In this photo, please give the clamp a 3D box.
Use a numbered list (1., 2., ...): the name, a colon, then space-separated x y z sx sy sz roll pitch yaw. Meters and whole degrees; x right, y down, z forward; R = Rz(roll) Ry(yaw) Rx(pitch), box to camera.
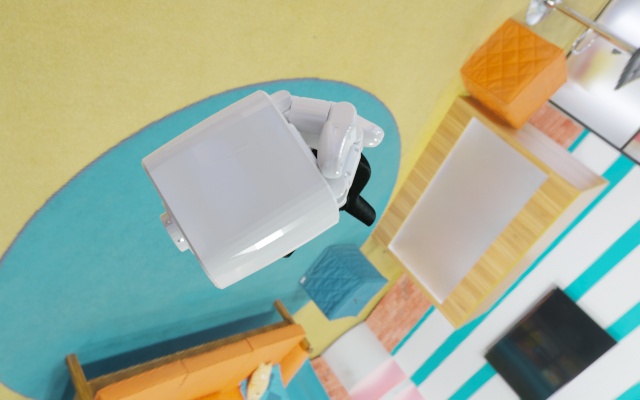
1. clamp: 0.000 0.002 0.471 0.120 0.039 0.172 -29 -30 -10
